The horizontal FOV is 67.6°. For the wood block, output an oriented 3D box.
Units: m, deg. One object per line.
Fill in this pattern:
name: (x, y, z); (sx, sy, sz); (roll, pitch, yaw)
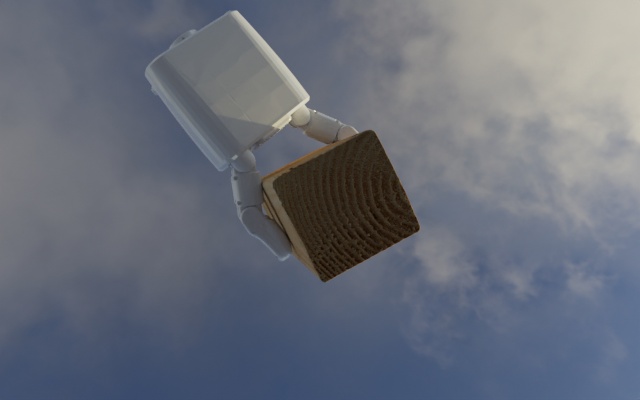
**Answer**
wood block: (0.000, 0.001, 0.457); (0.091, 0.090, 0.206); (-28, 7, -10)
